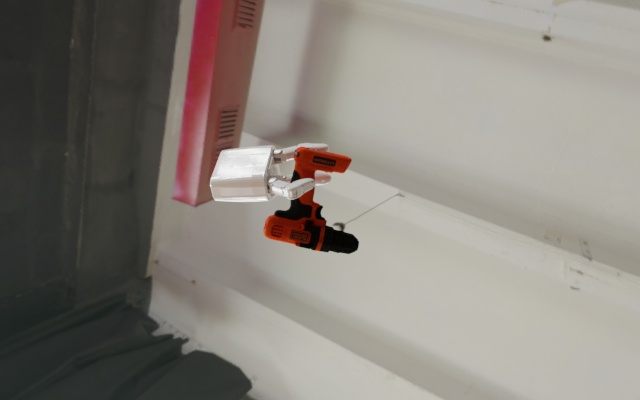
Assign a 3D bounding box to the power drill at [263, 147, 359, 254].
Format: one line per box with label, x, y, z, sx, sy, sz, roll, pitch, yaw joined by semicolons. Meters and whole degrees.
power drill;0.000;0.002;0.892;0.184;0.188;0.057;12;8;-10
